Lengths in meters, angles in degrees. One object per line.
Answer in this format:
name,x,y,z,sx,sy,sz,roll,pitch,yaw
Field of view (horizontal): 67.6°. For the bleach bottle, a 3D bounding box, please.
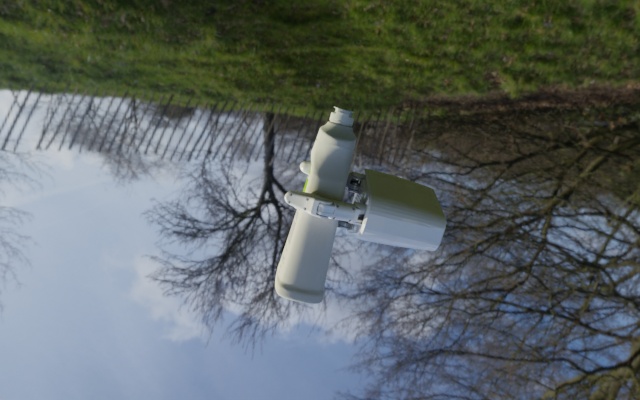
bleach bottle,0.000,0.002,0.636,0.068,0.251,0.102,13,13,-8
